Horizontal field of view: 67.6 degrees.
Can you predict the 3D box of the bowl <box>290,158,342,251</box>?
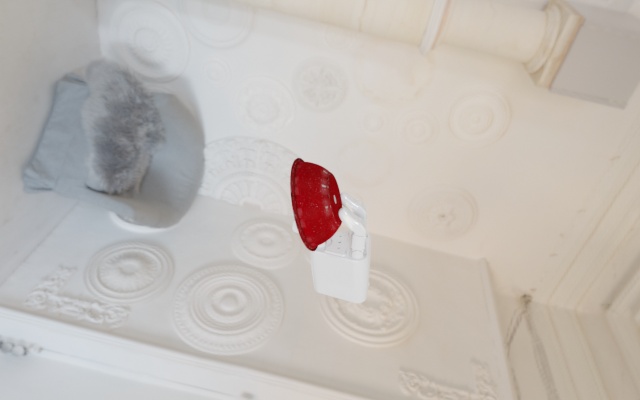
[{"bbox_3d":[0.000,0.002,0.808,0.055,0.162,0.162,-10,-3,14],"label":"bowl"}]
